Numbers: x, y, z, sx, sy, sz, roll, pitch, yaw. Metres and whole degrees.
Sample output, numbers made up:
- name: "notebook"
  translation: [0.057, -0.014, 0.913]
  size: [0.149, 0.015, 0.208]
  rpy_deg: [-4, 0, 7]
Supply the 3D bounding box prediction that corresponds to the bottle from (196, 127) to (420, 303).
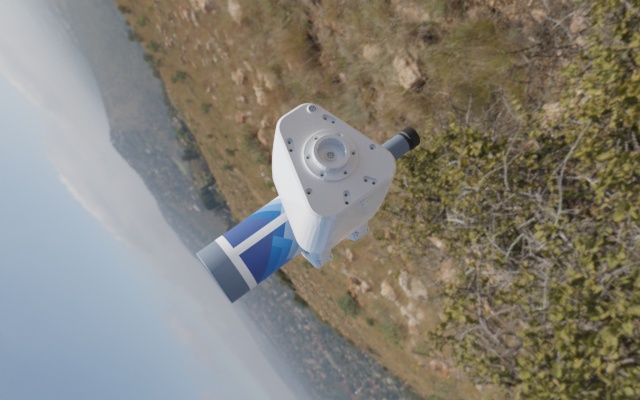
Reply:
- name: "bottle"
  translation: [0.000, 0.002, 0.554]
  size: [0.295, 0.069, 0.069]
  rpy_deg: [-36, 11, -16]
